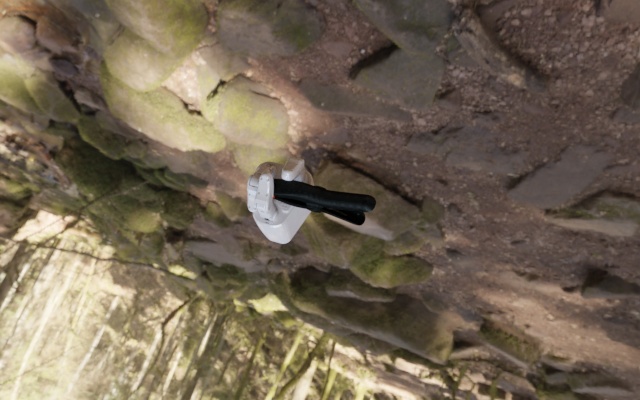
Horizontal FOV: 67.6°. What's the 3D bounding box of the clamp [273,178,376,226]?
[{"bbox_3d":[0.000,0.003,0.735,0.171,0.039,0.120,14,-20,10],"label":"clamp"}]
